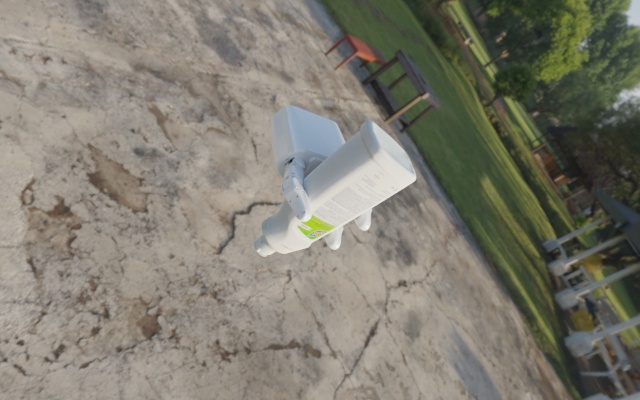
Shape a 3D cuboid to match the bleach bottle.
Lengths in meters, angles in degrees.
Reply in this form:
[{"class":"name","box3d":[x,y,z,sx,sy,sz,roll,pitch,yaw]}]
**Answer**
[{"class":"bleach bottle","box3d":[0.000,0.002,0.652,0.251,0.068,0.103,-35,-44,24]}]
